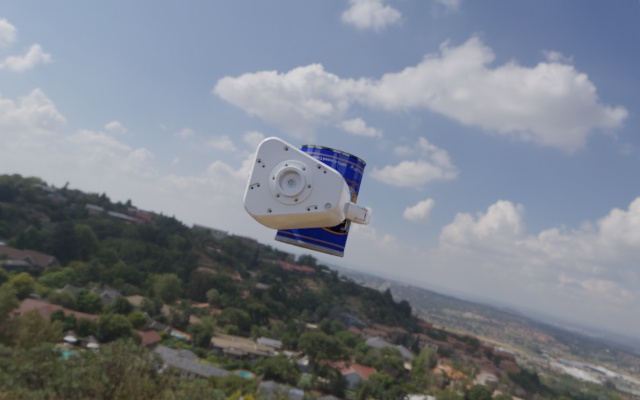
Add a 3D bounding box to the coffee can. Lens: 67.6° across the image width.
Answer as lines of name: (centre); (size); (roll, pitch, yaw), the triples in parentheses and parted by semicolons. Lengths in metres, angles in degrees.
coffee can: (0.000, 0.002, 0.692); (0.103, 0.140, 0.103); (14, -7, 2)
